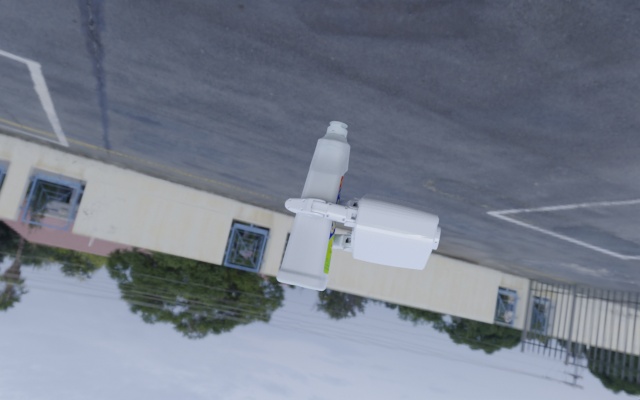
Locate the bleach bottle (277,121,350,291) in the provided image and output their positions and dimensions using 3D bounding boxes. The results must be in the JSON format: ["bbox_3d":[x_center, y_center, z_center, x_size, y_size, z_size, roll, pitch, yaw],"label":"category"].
[{"bbox_3d":[0.000,0.002,0.704,0.068,0.250,0.102,11,-10,8],"label":"bleach bottle"}]
